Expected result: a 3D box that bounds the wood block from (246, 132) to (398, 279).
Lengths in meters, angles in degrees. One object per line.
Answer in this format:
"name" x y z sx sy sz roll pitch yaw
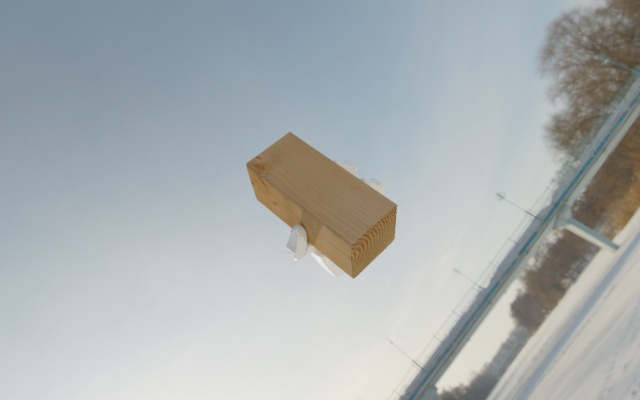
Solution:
"wood block" 0.000 0.003 0.683 0.206 0.090 0.091 36 64 28
